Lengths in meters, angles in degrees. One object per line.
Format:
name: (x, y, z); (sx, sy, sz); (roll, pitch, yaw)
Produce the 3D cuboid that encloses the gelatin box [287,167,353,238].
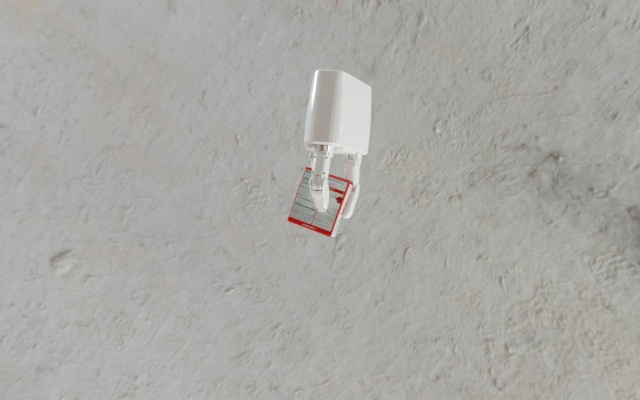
gelatin box: (0.000, 0.003, 0.717); (0.073, 0.089, 0.030); (19, -1, 16)
